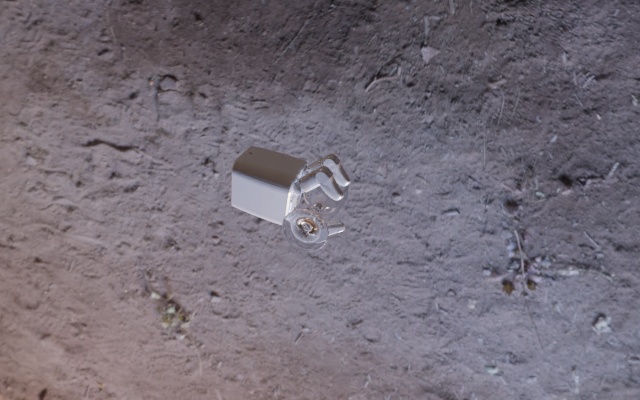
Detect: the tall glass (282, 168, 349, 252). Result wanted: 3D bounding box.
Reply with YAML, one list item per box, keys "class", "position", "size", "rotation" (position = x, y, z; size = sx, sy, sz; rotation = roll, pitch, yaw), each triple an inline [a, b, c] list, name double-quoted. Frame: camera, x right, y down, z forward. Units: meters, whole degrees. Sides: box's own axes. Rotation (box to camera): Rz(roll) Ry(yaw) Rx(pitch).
- class: "tall glass"
  position: [0.000, 0.003, 0.811]
  size: [0.079, 0.079, 0.201]
  rotation: [0, 26, 16]
